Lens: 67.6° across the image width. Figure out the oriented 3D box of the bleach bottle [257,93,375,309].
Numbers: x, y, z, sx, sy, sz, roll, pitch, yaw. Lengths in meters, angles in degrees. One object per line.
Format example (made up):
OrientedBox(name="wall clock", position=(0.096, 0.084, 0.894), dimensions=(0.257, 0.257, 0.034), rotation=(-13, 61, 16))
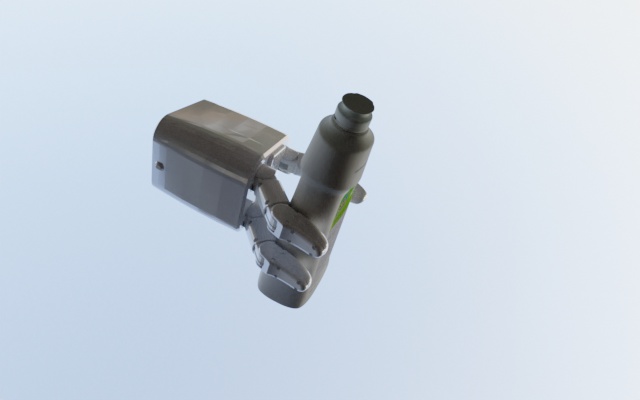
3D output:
OrientedBox(name="bleach bottle", position=(0.000, 0.002, 0.474), dimensions=(0.068, 0.251, 0.102), rotation=(26, 43, 4))
